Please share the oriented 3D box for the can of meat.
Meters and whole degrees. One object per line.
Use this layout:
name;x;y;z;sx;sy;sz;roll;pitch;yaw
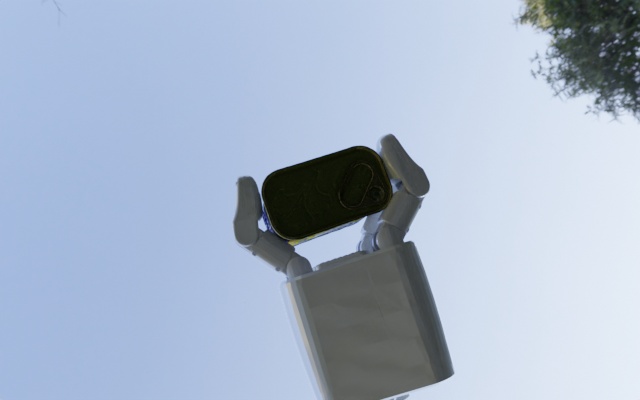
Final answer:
can of meat;0.000;0.001;0.411;0.102;0.057;0.084;-19;-9;-12
